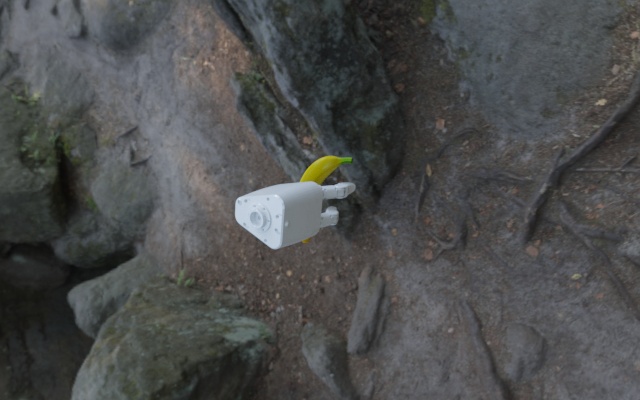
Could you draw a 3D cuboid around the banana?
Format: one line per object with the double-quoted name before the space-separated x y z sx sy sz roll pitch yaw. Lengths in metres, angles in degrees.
"banana" -0.014 -0.010 0.899 0.069 0.198 0.037 33 25 11
